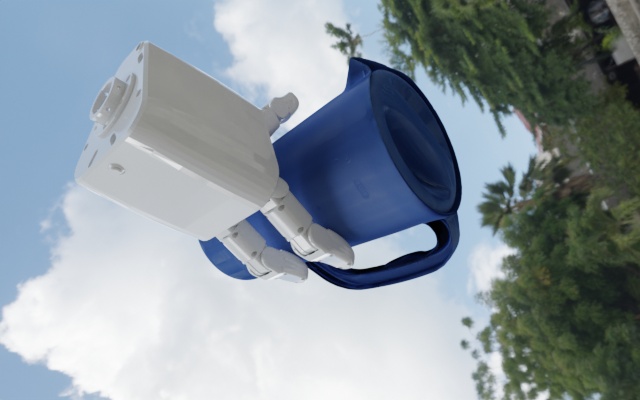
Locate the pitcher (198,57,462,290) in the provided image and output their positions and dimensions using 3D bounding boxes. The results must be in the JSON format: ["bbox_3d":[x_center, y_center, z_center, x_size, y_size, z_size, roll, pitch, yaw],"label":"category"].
[{"bbox_3d":[0.000,0.001,0.444,0.243,0.149,0.145,-27,-42,35],"label":"pitcher"}]
